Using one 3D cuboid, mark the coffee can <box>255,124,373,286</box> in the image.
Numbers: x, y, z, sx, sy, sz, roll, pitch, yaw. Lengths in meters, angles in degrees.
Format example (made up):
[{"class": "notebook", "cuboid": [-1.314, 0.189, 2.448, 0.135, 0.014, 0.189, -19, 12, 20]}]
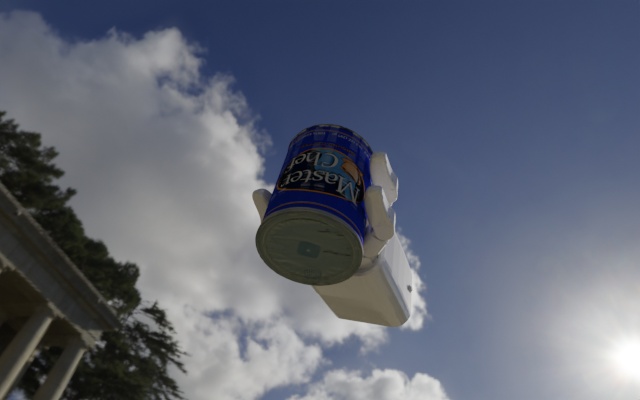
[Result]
[{"class": "coffee can", "cuboid": [0.000, 0.002, 0.496, 0.103, 0.103, 0.140, 0, 42, 13]}]
